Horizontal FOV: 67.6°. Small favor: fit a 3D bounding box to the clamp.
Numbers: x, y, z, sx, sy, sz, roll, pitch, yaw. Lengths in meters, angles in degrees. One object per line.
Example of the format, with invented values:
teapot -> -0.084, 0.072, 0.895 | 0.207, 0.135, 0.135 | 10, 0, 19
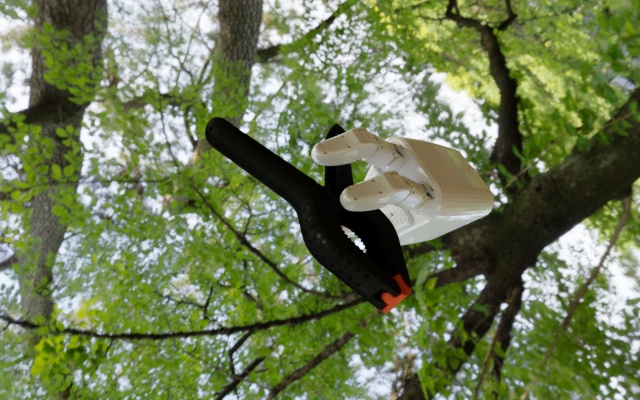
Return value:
clamp -> 0.000, 0.002, 0.411 | 0.164, 0.210, 0.036 | 0, -41, -40
